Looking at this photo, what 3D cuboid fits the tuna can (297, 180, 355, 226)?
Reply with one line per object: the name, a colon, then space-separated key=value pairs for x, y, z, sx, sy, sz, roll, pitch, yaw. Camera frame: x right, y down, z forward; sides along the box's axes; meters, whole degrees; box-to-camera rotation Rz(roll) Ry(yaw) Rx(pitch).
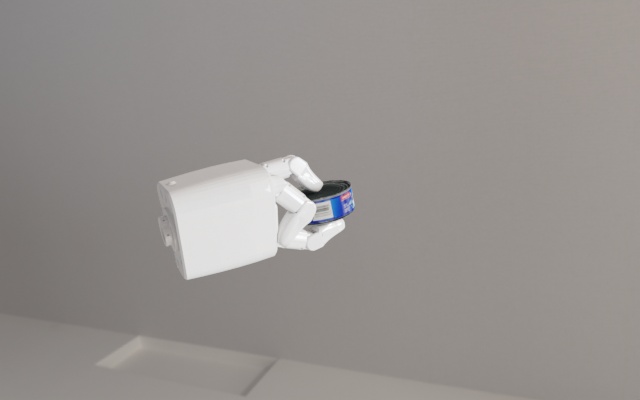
tuna can: x=0.000 y=0.003 z=0.611 sx=0.086 sy=0.034 sz=0.086 roll=-11 pitch=15 yaw=3
